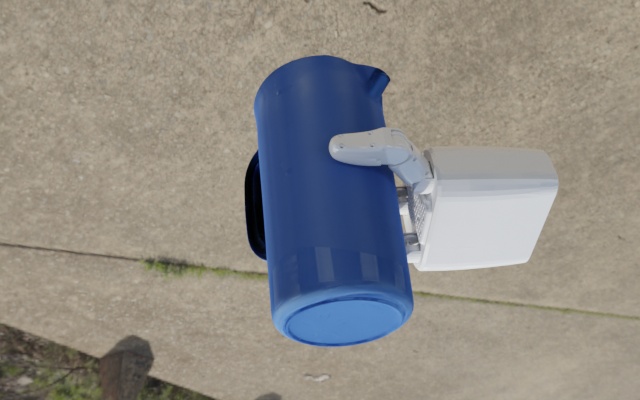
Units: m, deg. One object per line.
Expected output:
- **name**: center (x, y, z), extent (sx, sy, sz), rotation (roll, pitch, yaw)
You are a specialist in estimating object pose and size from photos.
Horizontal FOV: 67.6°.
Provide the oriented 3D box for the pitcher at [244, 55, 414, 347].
- **pitcher**: center (0.000, 0.001, 0.432), extent (0.145, 0.242, 0.149), rotation (-1, -37, -6)
